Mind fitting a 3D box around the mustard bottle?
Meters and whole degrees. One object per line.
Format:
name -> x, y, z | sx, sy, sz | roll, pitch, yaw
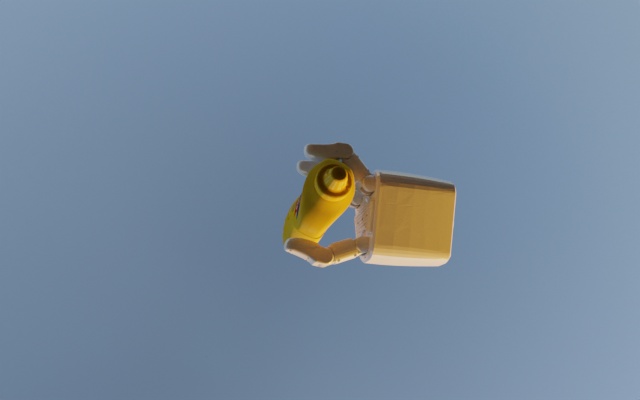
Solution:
mustard bottle -> 0.000, 0.002, 0.584 | 0.058, 0.096, 0.192 | 29, -22, -3
